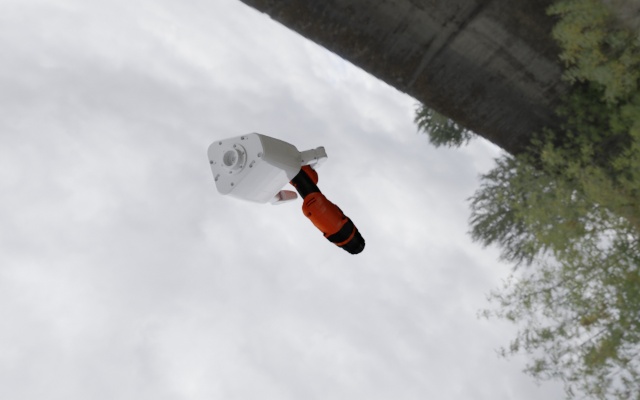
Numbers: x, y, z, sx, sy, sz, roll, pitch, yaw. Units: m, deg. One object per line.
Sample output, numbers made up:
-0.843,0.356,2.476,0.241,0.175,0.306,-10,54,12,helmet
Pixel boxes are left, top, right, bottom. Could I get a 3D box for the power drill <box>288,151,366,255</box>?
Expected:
0.000,0.002,0.854,0.187,0.057,0.184,53,4,41,power drill
